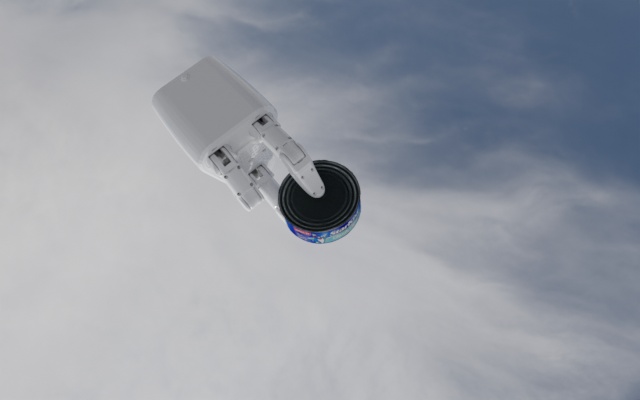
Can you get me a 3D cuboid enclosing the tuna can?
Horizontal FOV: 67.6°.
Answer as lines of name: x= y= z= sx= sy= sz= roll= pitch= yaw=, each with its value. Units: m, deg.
tuna can: x=0.000 y=0.002 z=0.503 sx=0.086 sy=0.086 sz=0.034 roll=0 pitch=-29 yaw=7
